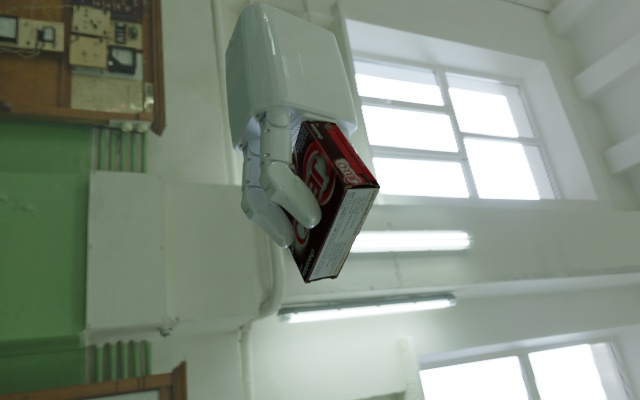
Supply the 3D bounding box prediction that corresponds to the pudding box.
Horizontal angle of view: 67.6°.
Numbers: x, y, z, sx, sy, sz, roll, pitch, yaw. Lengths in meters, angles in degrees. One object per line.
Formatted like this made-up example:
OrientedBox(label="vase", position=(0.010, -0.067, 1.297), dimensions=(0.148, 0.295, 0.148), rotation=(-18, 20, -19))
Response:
OrientedBox(label="pudding box", position=(0.000, 0.001, 0.416), dimensions=(0.039, 0.114, 0.090), rotation=(-3, 43, -27))
